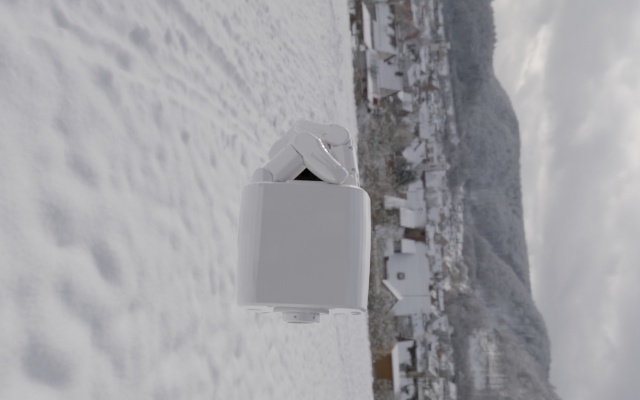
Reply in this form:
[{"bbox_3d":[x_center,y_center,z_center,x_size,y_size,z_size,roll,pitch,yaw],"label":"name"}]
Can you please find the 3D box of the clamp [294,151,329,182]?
[{"bbox_3d":[0.001,0.002,0.531,0.039,0.120,0.171,-3,-19,14],"label":"clamp"}]
